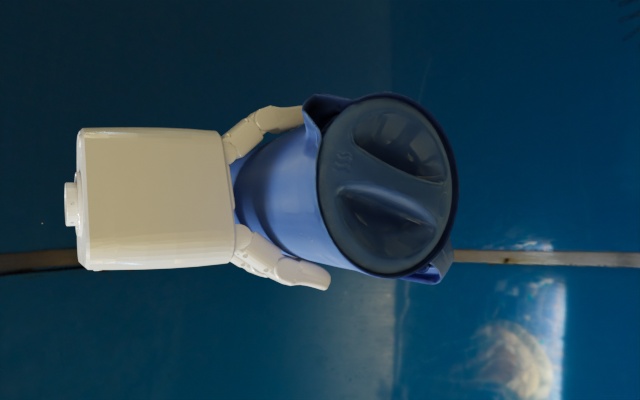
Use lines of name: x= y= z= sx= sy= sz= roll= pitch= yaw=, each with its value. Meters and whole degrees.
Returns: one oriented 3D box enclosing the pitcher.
pitcher: x=0.000 y=0.001 z=0.440 sx=0.145 sy=0.149 sz=0.243 roll=-2 pitch=-1 yaw=-31
